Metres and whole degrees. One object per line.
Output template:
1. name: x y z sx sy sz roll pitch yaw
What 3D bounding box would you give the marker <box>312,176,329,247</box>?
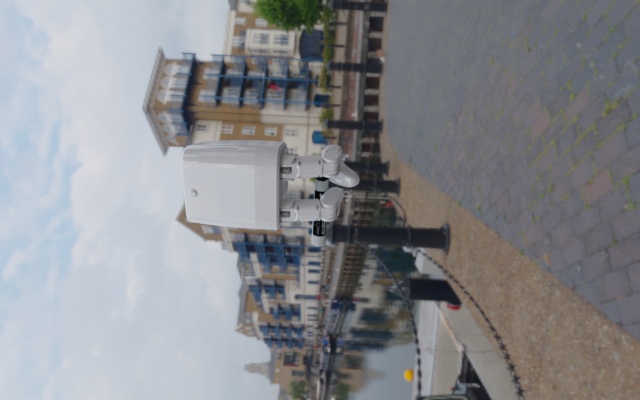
1. marker: 0.000 0.002 0.597 0.020 0.121 0.020 2 27 -1
